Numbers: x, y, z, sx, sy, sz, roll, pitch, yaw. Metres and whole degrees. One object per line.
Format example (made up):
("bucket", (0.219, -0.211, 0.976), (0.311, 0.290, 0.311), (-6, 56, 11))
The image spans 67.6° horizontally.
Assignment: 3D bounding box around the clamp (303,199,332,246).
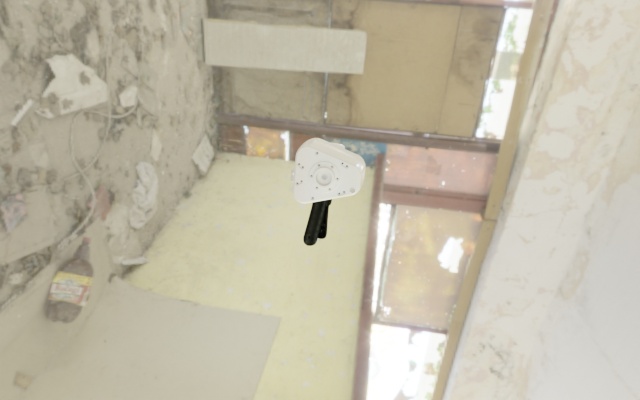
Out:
("clamp", (0.001, 0.003, 0.883), (0.039, 0.171, 0.120), (7, 12, 5))
